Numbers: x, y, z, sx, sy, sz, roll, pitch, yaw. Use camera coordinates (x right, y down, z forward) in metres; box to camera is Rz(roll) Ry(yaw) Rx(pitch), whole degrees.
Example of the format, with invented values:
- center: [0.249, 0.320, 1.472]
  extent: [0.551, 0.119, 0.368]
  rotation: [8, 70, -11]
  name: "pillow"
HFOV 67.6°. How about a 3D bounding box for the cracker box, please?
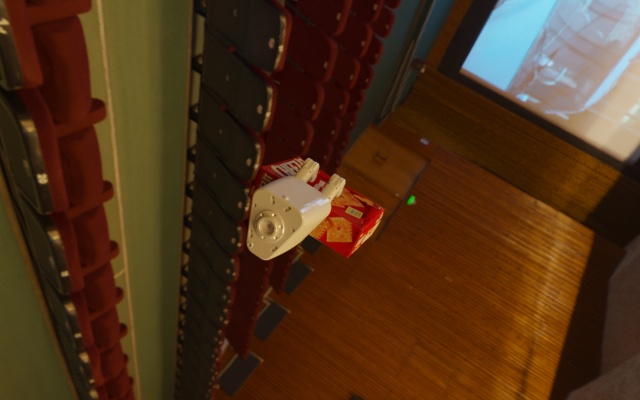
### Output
- center: [0.000, 0.003, 0.890]
  extent: [0.213, 0.072, 0.164]
  rotation: [32, 21, 13]
  name: "cracker box"
